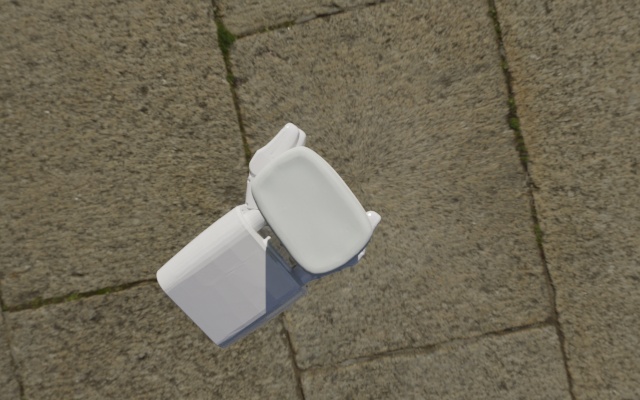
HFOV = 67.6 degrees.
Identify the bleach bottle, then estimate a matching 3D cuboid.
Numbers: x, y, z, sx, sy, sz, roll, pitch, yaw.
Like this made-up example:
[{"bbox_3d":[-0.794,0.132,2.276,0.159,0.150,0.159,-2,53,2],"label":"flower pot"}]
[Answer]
[{"bbox_3d":[0.000,0.001,0.485,0.068,0.102,0.251,-37,0,5],"label":"bleach bottle"}]
